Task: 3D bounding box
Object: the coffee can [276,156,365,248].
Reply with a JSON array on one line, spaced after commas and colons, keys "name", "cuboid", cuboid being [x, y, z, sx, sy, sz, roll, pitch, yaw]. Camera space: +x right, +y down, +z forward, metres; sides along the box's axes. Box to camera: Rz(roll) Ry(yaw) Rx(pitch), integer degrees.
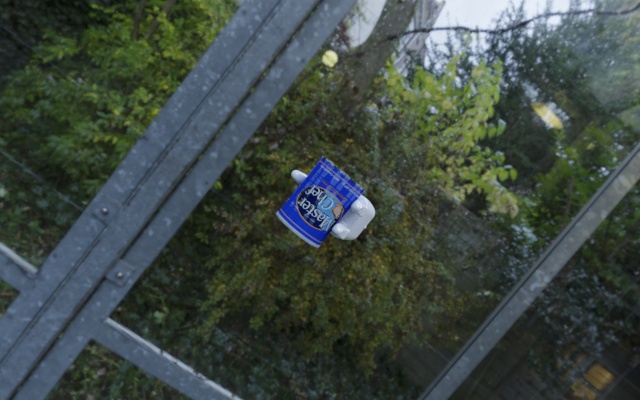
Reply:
[{"name": "coffee can", "cuboid": [0.000, 0.003, 0.892, 0.103, 0.140, 0.103, 39, 3, -3]}]
